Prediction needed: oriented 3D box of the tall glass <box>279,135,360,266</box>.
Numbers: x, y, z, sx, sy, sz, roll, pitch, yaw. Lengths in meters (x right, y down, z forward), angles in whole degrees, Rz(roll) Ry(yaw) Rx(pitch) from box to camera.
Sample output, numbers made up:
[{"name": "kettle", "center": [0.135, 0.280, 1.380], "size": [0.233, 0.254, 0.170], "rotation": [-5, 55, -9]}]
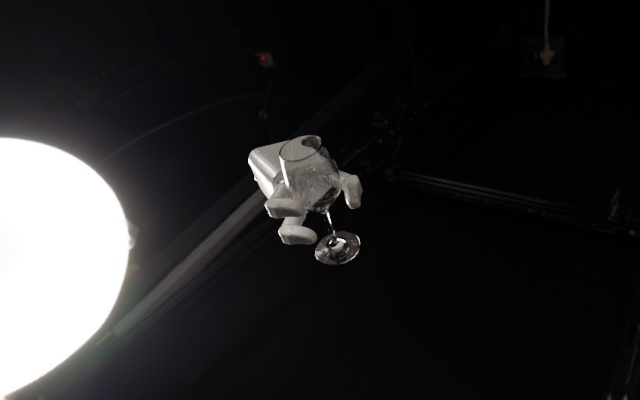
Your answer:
[{"name": "tall glass", "center": [0.000, 0.003, 0.706], "size": [0.079, 0.201, 0.079], "rotation": [-12, 39, 10]}]
